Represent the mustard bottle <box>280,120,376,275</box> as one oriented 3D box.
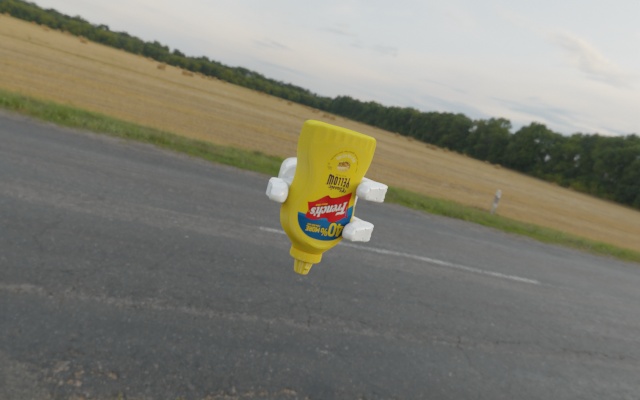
[{"bbox_3d":[0.000,0.002,0.600,0.096,0.192,0.058,9,13,-35],"label":"mustard bottle"}]
